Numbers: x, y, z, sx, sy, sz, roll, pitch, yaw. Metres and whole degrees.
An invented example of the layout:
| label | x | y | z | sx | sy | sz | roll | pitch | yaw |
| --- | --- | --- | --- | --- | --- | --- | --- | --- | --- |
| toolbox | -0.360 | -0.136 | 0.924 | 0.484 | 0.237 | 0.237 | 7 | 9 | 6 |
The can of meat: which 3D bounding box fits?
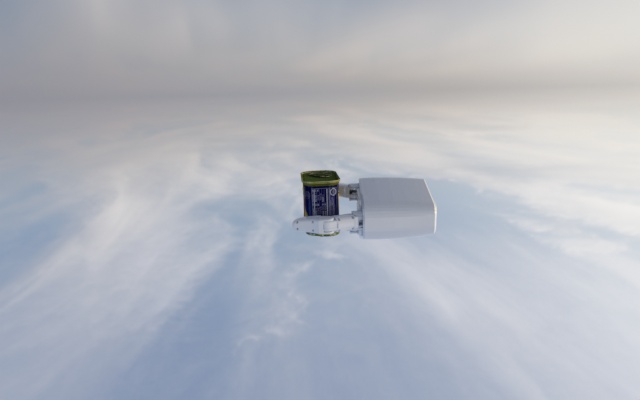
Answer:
| label | x | y | z | sx | sy | sz | roll | pitch | yaw |
| --- | --- | --- | --- | --- | --- | --- | --- | --- | --- |
| can of meat | 0.000 | 0.003 | 0.733 | 0.057 | 0.084 | 0.102 | -3 | 13 | -3 |
